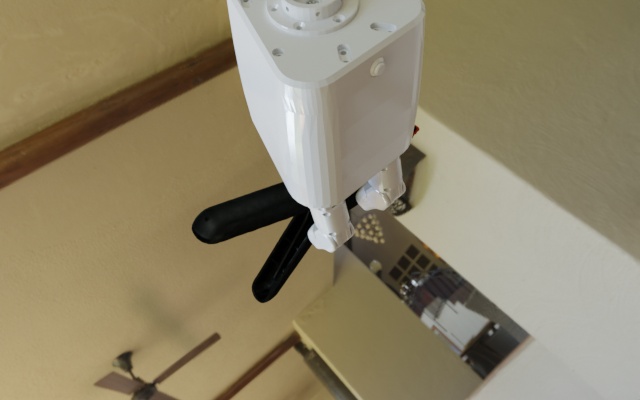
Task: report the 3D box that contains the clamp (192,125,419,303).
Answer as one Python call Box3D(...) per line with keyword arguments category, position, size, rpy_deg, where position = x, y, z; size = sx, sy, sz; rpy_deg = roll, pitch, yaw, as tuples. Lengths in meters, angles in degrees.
Box3D(category="clamp", position=(0.000, 0.000, 0.411), size=(0.210, 0.036, 0.165), rpy_deg=(-38, -26, -18))
